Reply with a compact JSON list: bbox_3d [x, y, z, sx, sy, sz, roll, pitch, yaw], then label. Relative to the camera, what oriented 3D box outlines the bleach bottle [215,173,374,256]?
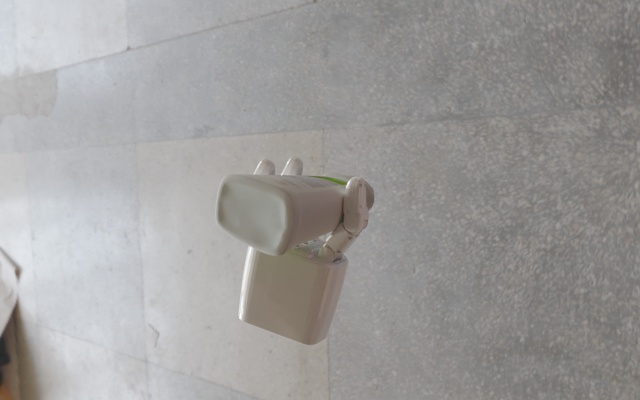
[{"bbox_3d":[0.000,0.002,0.560,0.102,0.068,0.251,20,15,31],"label":"bleach bottle"}]
